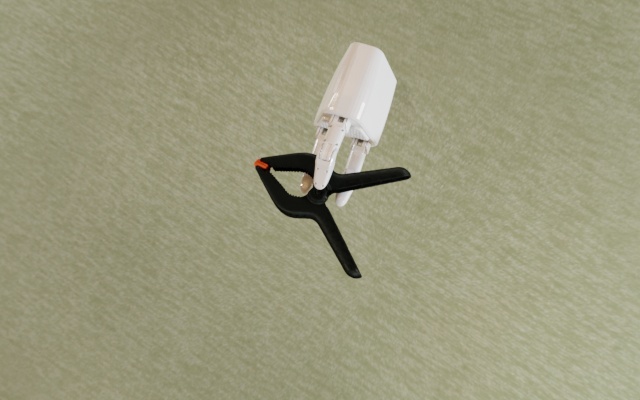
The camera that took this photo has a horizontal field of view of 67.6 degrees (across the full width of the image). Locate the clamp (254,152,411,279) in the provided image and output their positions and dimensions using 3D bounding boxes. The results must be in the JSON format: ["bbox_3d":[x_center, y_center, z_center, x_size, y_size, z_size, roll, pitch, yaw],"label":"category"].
[{"bbox_3d":[0.000,0.002,0.656,0.210,0.164,0.036,19,-10,9],"label":"clamp"}]
